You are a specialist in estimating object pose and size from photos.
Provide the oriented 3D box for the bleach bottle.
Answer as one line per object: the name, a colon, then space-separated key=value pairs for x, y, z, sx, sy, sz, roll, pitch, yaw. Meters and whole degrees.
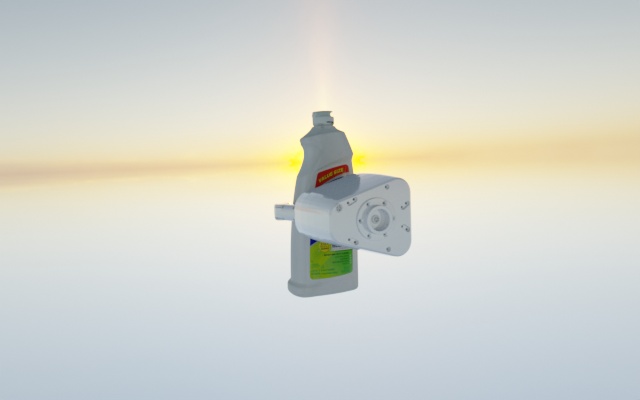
bleach bottle: x=0.000 y=0.002 z=0.669 sx=0.102 sy=0.251 sz=0.068 roll=-4 pitch=5 yaw=-22
